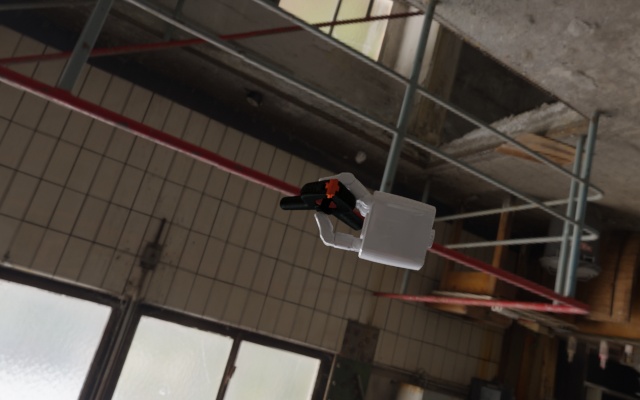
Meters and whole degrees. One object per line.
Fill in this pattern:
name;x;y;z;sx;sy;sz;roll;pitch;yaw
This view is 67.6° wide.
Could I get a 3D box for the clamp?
clamp;0.000;0.003;0.829;0.164;0.036;0.210;13;-15;5
